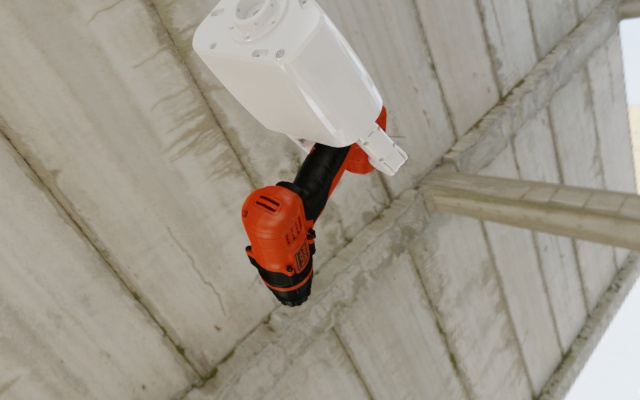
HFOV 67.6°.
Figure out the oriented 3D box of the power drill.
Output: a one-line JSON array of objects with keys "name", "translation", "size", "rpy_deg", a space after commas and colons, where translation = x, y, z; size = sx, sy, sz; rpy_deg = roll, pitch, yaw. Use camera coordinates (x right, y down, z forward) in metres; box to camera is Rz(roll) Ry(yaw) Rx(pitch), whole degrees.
[{"name": "power drill", "translation": [0.000, 0.001, 0.465], "size": [0.057, 0.187, 0.185], "rpy_deg": [23, -28, 16]}]
